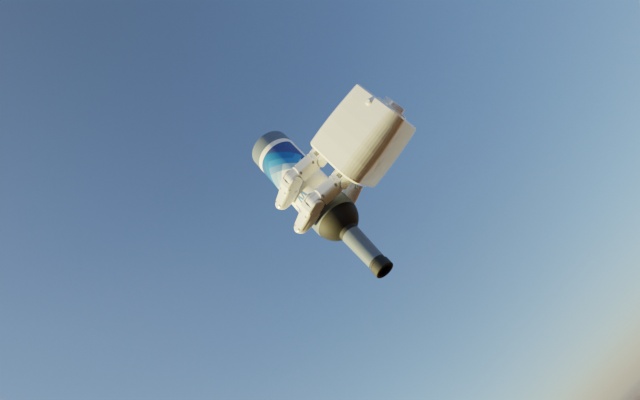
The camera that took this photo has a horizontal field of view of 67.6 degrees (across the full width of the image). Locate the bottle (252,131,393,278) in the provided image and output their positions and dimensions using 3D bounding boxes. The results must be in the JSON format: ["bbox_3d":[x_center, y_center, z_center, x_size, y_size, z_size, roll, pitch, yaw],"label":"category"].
[{"bbox_3d":[0.000,0.002,0.690,0.069,0.069,0.295,0,36,-44],"label":"bottle"}]
